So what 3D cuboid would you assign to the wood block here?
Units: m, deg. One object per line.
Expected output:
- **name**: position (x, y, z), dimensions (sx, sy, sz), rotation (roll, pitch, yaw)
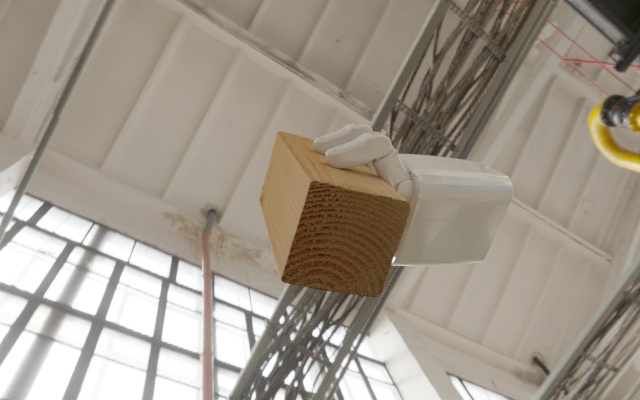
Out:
- **wood block**: position (0.000, 0.002, 0.477), dimensions (0.090, 0.091, 0.206), rotation (12, 15, -16)
